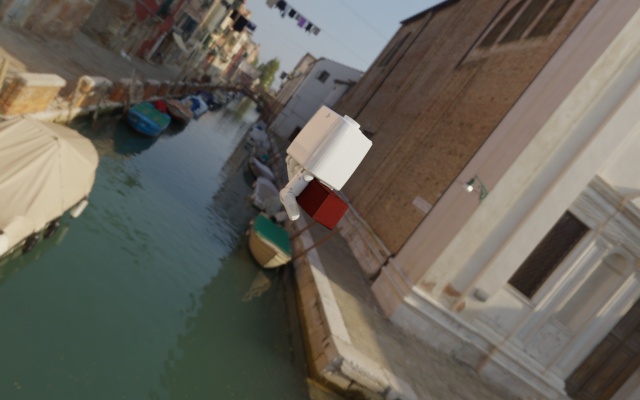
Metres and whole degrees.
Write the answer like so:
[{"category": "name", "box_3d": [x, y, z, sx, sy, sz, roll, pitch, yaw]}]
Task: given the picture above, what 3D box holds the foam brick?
[{"category": "foam brick", "box_3d": [0.000, 0.003, 0.803, 0.053, 0.051, 0.078, 34, 7, -39]}]
